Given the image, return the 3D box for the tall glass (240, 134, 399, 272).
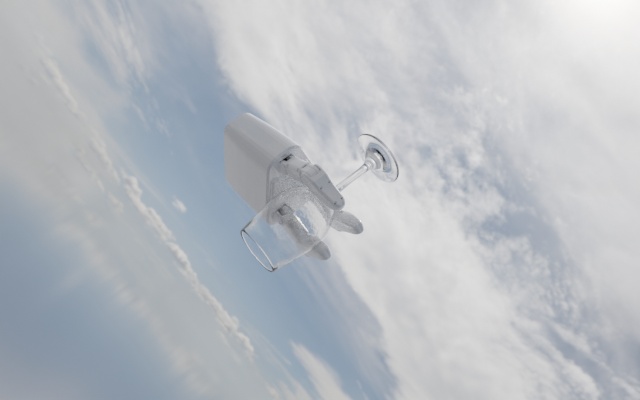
[{"bbox_3d":[0.001,0.002,0.584,0.201,0.079,0.079,-38,15,-20],"label":"tall glass"}]
